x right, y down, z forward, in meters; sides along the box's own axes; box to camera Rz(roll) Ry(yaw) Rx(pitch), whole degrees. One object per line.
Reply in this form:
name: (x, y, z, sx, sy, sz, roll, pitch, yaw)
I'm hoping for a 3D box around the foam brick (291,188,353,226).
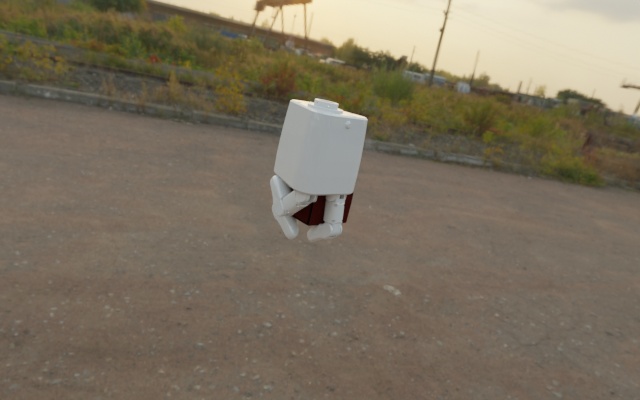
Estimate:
foam brick: (0.000, 0.002, 0.694, 0.078, 0.051, 0.053, -2, 21, -43)
